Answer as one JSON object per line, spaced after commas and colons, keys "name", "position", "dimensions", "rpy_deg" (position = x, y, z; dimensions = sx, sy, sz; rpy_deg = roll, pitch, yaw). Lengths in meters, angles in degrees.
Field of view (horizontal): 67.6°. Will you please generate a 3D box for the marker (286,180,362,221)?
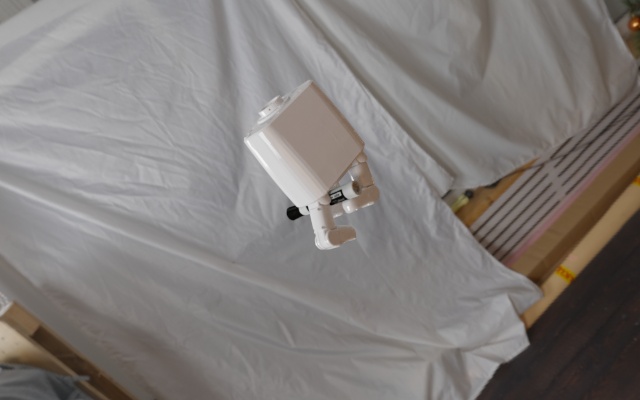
{"name": "marker", "position": [0.000, 0.002, 0.593], "dimensions": [0.121, 0.020, 0.020], "rpy_deg": [-22, -15, 41]}
